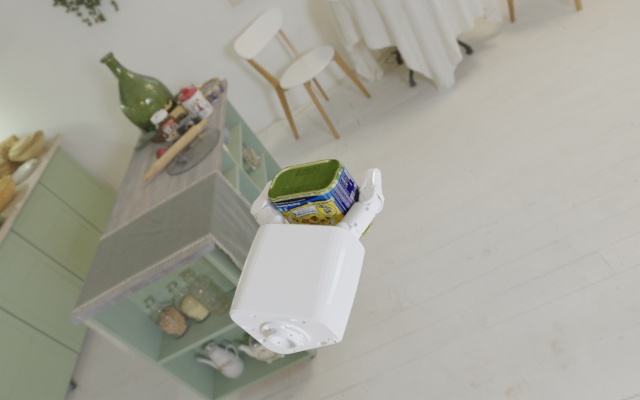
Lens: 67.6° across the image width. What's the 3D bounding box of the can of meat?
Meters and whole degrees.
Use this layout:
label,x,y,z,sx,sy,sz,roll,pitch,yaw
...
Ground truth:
label,x,y,z,sx,sy,sz,roll,pitch,yaw
can of meat,0.000,0.002,0.557,0.102,0.057,0.084,-9,-44,34
